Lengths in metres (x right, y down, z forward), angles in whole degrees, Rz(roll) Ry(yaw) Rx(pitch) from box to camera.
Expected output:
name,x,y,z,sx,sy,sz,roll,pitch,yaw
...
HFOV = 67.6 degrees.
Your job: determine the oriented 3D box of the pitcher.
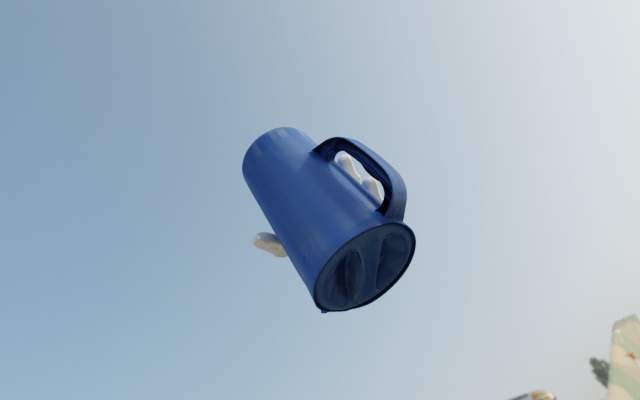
name,x,y,z,sx,sy,sz,roll,pitch,yaw
pitcher,0.000,0.002,0.588,0.149,0.145,0.242,-33,49,-8
